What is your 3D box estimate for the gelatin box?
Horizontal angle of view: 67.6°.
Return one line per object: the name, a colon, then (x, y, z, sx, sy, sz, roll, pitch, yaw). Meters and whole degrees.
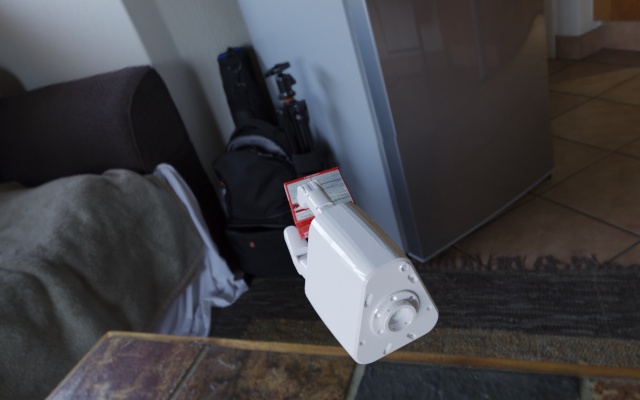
gelatin box: (0.000, 0.001, 0.582, 0.073, 0.030, 0.089, -18, 37, -2)
